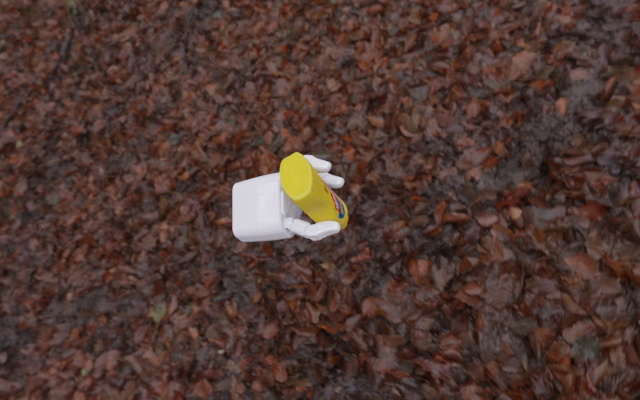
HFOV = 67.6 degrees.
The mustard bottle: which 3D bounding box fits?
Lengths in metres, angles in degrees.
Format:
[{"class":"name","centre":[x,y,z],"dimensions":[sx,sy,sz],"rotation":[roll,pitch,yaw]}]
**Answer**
[{"class":"mustard bottle","centre":[0.000,0.003,0.839],"dimensions":[0.058,0.096,0.192],"rotation":[-30,-39,11]}]
